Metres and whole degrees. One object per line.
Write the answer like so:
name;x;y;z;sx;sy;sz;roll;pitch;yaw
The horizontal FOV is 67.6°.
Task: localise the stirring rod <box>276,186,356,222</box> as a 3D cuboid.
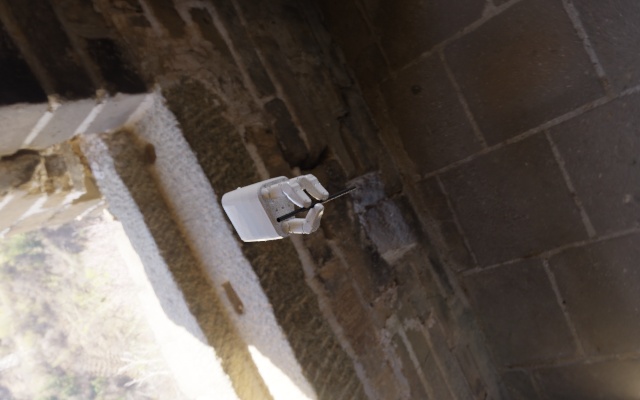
stirring rod;0.000;0.003;0.856;0.011;0.011;0.239;0;14;35
